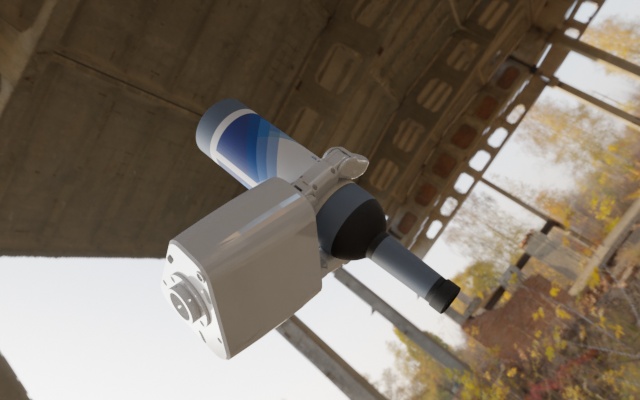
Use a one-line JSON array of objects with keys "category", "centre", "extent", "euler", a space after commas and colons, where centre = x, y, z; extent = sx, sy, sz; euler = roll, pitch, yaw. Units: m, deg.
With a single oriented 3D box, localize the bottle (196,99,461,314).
[{"category": "bottle", "centre": [0.000, 0.001, 0.450], "extent": [0.295, 0.069, 0.069], "euler": [37, 17, 25]}]
